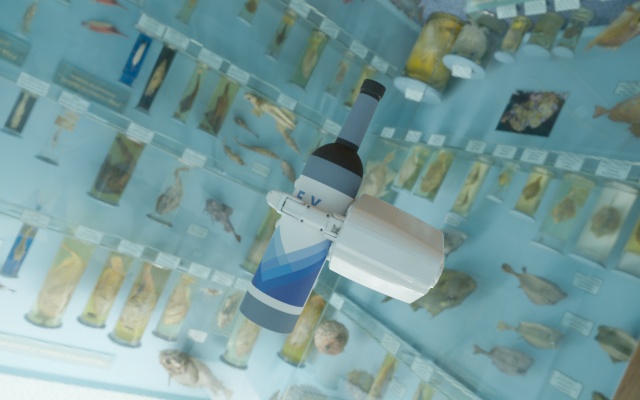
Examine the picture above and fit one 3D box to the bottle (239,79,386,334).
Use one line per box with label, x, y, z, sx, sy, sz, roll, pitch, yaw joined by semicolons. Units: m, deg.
bottle;0.000;0.002;0.540;0.069;0.295;0.069;25;0;0
